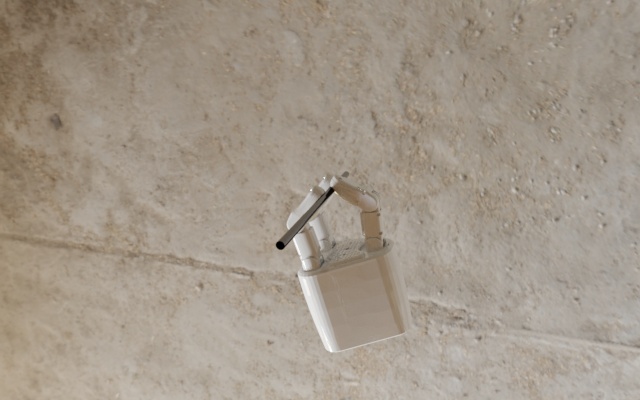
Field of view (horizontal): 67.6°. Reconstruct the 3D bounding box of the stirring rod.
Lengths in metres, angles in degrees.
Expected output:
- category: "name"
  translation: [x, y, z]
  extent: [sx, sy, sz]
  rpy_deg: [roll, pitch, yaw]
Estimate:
- category: "stirring rod"
  translation: [0.000, 0.002, 0.500]
  extent: [0.011, 0.011, 0.239]
  rpy_deg: [0, 17, 17]
